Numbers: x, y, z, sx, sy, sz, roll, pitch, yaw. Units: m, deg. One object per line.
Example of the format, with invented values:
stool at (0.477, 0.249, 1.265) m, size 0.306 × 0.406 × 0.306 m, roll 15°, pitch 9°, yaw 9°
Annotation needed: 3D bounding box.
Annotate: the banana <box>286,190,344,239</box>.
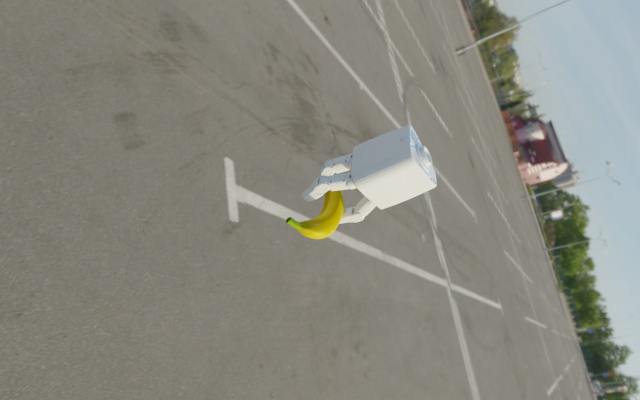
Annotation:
banana at (0.008, 0.020, 0.837) m, size 0.037 × 0.069 × 0.197 m, roll -26°, pitch 9°, yaw 29°
